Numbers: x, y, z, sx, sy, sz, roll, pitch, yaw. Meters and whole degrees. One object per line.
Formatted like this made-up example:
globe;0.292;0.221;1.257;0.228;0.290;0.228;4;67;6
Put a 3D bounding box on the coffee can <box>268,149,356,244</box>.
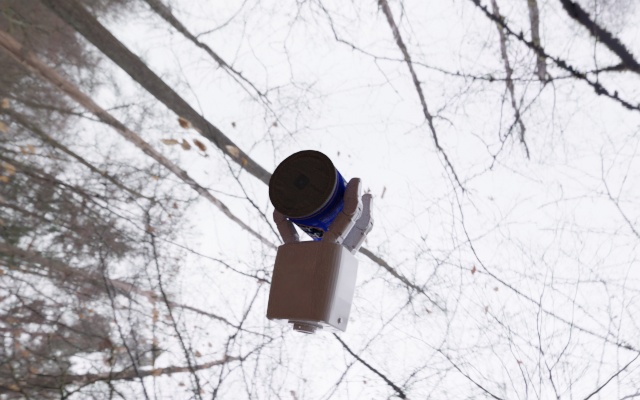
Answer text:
coffee can;0.000;0.002;0.709;0.103;0.102;0.140;0;-24;25
